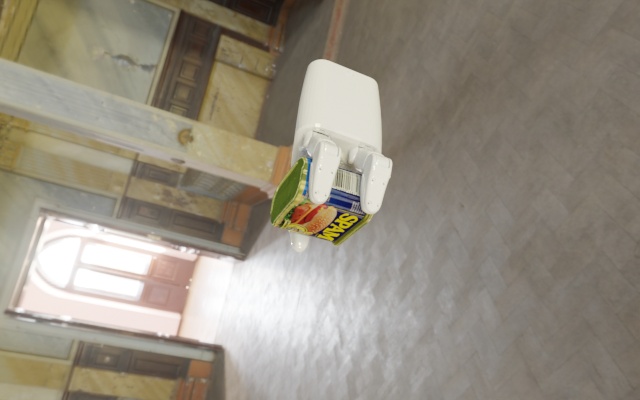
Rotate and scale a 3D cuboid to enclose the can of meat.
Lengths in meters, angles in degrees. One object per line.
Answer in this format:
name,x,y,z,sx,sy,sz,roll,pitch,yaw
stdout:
can of meat,0.000,0.002,0.518,0.084,0.057,0.102,17,-31,-18
